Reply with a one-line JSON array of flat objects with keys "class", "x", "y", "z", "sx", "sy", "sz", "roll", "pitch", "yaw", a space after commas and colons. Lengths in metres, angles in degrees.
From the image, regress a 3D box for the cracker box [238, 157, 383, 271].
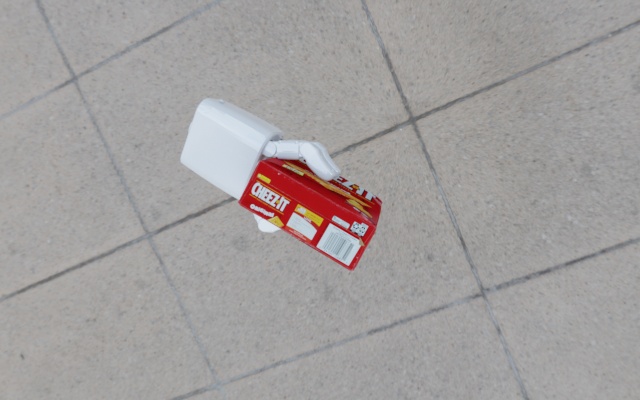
[{"class": "cracker box", "x": 0.000, "y": 0.002, "z": 0.666, "sx": 0.164, "sy": 0.072, "sz": 0.213, "roll": 30, "pitch": 12, "yaw": 4}]
